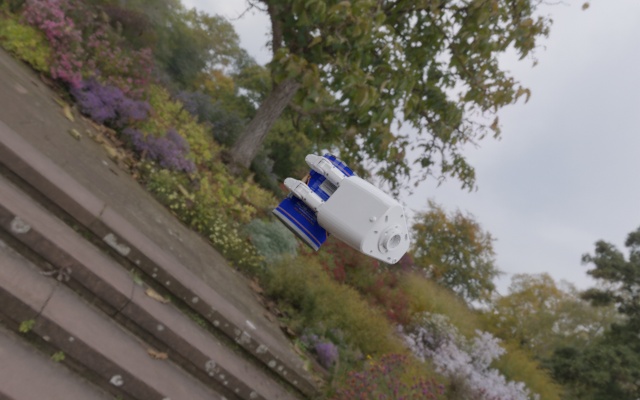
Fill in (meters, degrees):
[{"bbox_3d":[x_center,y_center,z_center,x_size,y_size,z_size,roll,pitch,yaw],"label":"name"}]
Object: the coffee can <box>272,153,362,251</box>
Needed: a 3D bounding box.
[{"bbox_3d":[0.000,0.003,0.830,0.103,0.140,0.103,41,-8,7],"label":"coffee can"}]
